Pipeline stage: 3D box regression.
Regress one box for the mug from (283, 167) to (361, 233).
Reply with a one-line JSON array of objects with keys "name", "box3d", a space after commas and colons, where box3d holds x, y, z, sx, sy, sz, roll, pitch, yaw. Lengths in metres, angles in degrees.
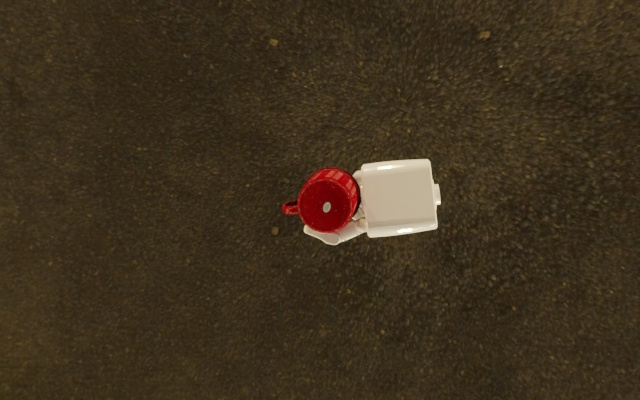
[{"name": "mug", "box3d": [-0.001, 0.002, 0.710, 0.117, 0.093, 0.081, -7, 9, 9]}]
